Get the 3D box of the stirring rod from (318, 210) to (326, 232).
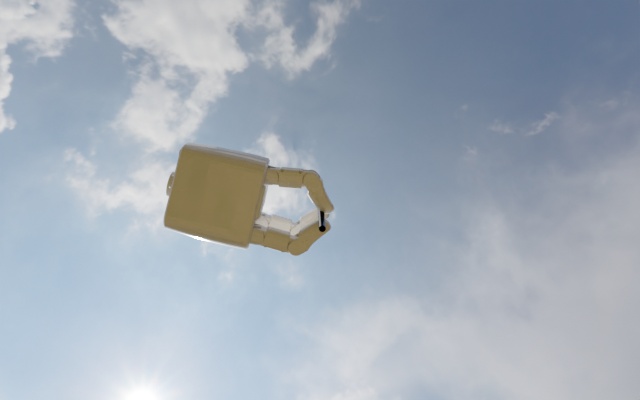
[{"bbox_3d":[0.000,0.002,0.657,0.011,0.011,0.239,0,14,-1],"label":"stirring rod"}]
